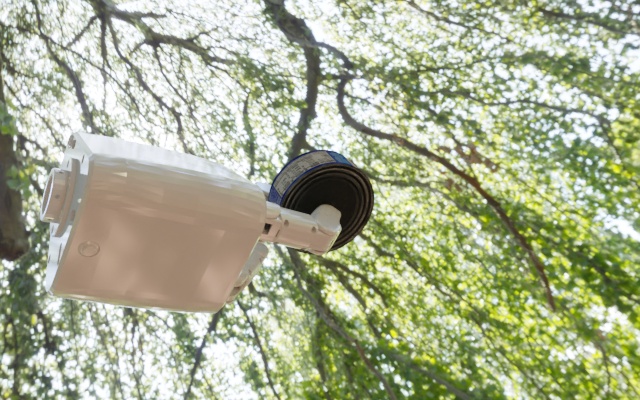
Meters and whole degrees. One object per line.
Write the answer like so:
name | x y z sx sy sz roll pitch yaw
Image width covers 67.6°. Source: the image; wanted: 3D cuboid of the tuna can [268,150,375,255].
tuna can | 0.000 0.001 0.403 0.086 0.086 0.033 0 29 -27
